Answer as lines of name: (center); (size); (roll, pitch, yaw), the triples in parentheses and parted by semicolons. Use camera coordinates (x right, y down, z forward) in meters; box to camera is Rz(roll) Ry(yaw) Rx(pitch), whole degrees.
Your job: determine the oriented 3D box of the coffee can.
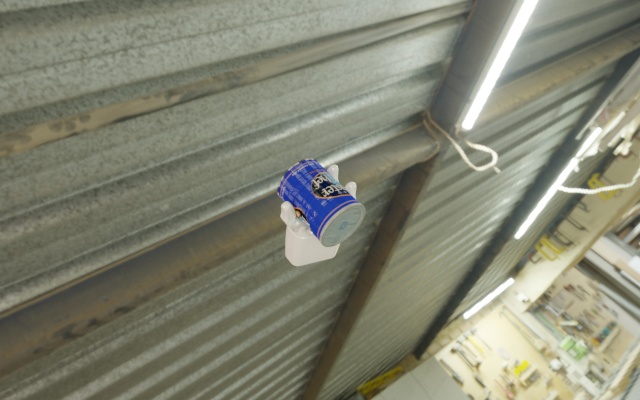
coffee can: (0.000, 0.003, 0.893); (0.103, 0.103, 0.140); (0, 40, -52)
